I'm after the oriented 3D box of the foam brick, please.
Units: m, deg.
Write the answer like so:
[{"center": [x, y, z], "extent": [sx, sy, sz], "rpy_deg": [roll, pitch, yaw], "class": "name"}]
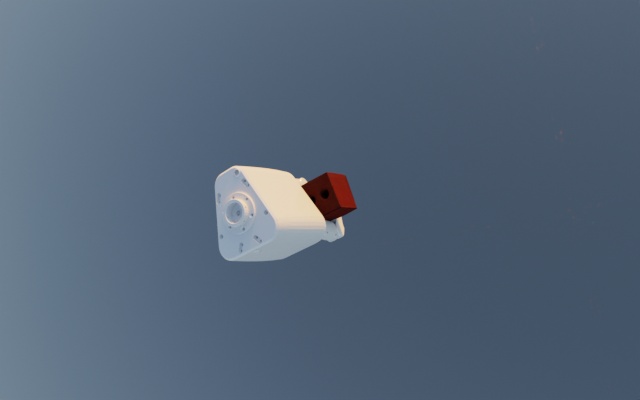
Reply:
[{"center": [0.000, 0.002, 0.654], "extent": [0.078, 0.053, 0.051], "rpy_deg": [-28, -17, 26], "class": "foam brick"}]
